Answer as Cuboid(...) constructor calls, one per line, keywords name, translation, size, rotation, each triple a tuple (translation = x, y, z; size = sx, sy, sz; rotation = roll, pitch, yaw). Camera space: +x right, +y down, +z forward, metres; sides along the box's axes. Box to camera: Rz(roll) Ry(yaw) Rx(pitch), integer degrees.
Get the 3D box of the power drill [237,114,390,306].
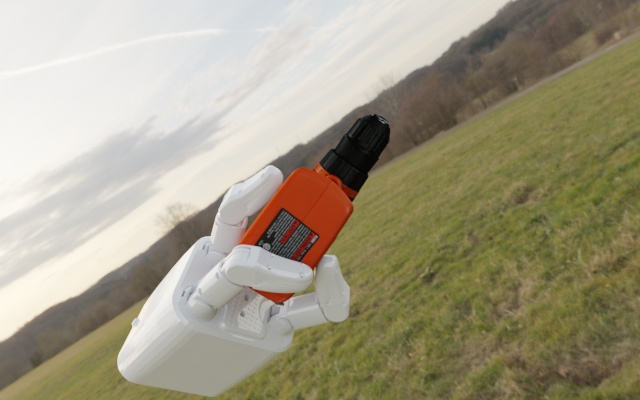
Cuboid(name="power drill", translation=(0.000, 0.002, 0.430), size=(0.057, 0.184, 0.187), rotation=(35, 13, 3))
